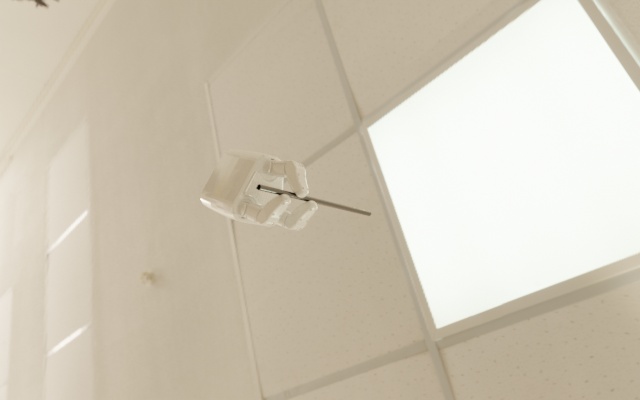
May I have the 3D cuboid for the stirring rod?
[{"bbox_3d":[0.000,0.002,0.723,0.011,0.011,0.239,0,-10,44],"label":"stirring rod"}]
